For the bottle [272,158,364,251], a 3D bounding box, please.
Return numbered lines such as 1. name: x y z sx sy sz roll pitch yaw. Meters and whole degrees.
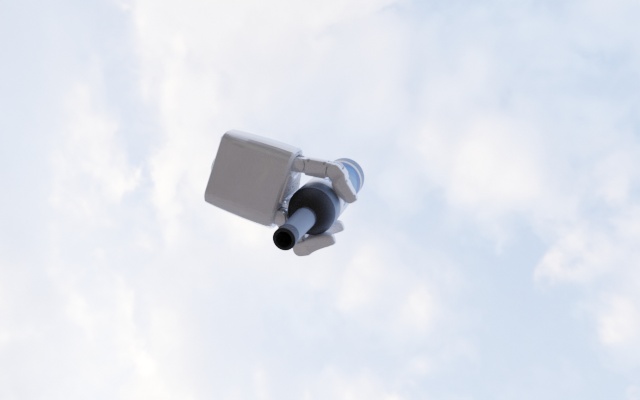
1. bottle: 0.000 0.002 0.663 0.069 0.069 0.295 0 16 17
